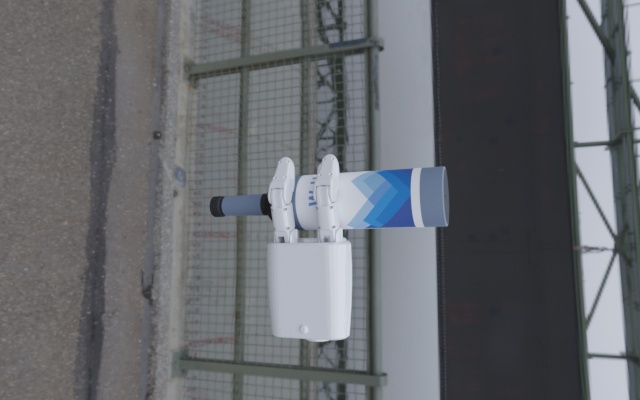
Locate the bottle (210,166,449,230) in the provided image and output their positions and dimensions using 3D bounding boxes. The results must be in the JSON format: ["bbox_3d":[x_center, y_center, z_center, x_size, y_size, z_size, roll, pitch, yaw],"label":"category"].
[{"bbox_3d":[0.000,0.002,0.575,0.296,0.069,0.069,-3,-1,20],"label":"bottle"}]
